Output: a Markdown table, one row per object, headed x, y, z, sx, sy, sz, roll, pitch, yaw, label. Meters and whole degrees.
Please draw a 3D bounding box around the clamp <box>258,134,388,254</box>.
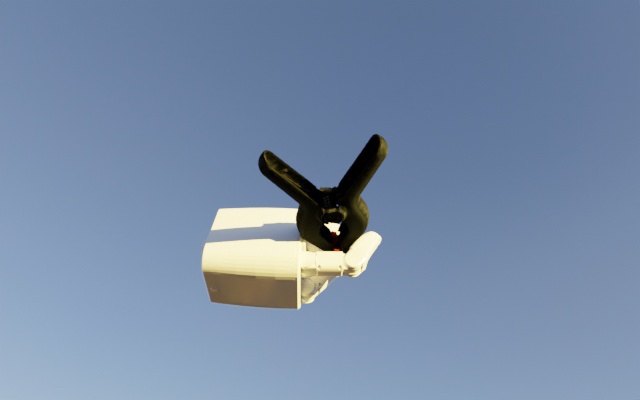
| x | y | z | sx | sy | sz | roll | pitch | yaw | label |
| --- | --- | --- | --- | --- | --- | --- | --- | --- | --- |
| 0.000 | 0.001 | 0.494 | 0.120 | 0.039 | 0.172 | 2 | -44 | -1 | clamp |
